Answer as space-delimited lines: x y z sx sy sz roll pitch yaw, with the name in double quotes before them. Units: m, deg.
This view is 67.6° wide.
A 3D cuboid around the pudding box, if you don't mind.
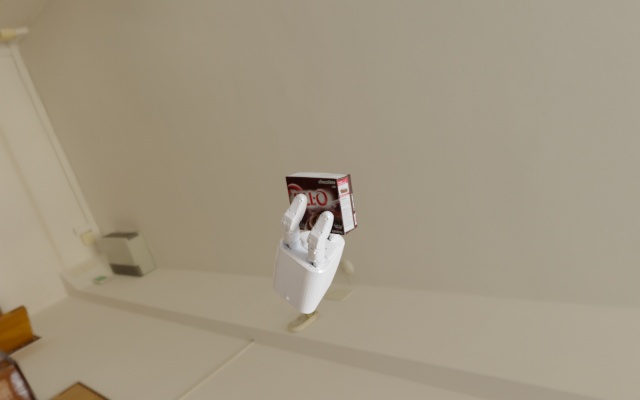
"pudding box" 0.000 0.002 0.751 0.113 0.090 0.039 3 20 40
